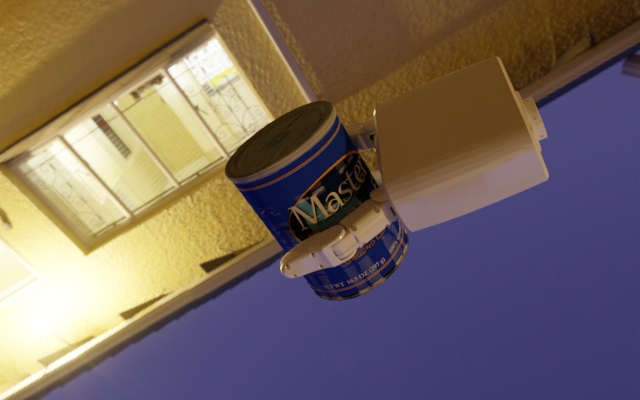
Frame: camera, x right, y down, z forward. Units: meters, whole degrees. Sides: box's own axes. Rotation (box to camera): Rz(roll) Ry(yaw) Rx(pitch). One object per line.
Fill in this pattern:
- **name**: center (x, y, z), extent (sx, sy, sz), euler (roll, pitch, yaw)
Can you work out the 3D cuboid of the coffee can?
- **coffee can**: center (0.000, 0.001, 0.413), extent (0.103, 0.140, 0.102), euler (-27, 26, 14)
